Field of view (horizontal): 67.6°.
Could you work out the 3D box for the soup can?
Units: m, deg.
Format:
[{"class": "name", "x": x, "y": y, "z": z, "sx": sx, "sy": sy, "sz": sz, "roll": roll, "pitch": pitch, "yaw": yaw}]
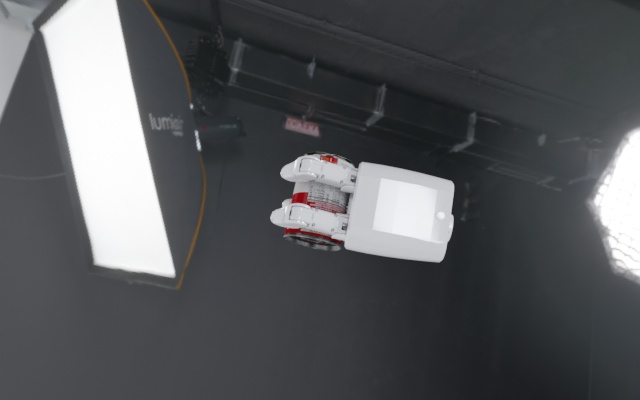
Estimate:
[{"class": "soup can", "x": 0.000, "y": 0.002, "z": 0.564, "sx": 0.068, "sy": 0.102, "sz": 0.068, "roll": 11, "pitch": -14, "yaw": 3}]
